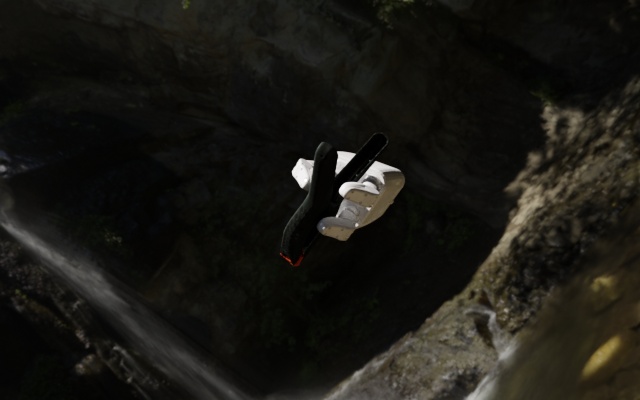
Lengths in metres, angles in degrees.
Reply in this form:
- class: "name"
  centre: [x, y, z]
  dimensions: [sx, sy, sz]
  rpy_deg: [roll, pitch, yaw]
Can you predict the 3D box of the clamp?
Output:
- class: "clamp"
  centre: [-0.001, 0.002, 0.606]
  dimensions: [0.036, 0.210, 0.164]
  rpy_deg: [40, 21, 18]
